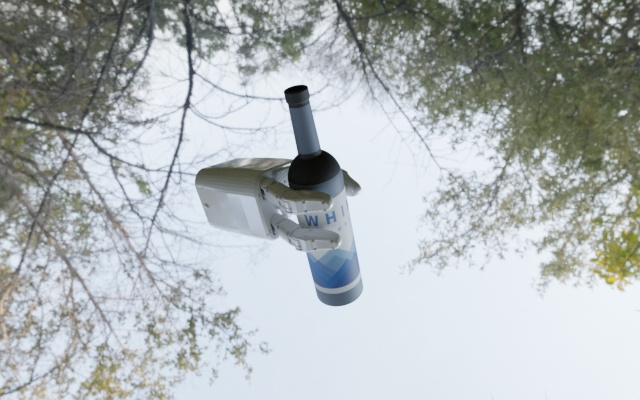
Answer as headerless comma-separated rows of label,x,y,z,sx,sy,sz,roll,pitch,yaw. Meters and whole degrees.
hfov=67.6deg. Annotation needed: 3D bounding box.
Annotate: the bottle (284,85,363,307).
bottle,0.000,0.002,0.595,0.069,0.296,0.069,-9,31,5
